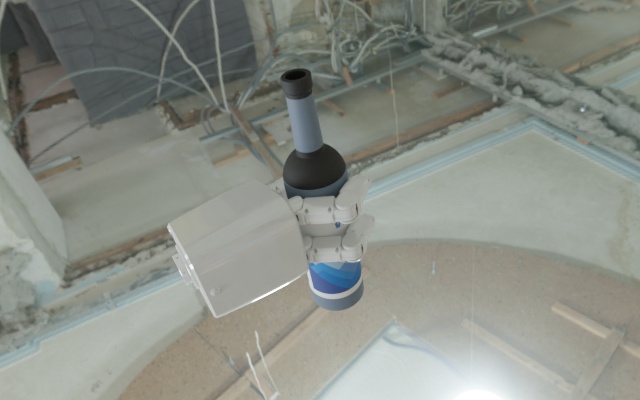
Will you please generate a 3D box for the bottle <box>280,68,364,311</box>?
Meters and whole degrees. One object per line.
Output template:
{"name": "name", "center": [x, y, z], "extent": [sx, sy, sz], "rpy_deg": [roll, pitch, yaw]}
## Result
{"name": "bottle", "center": [0.000, 0.002, 0.511], "extent": [0.069, 0.296, 0.069], "rpy_deg": [-7, 40, 6]}
